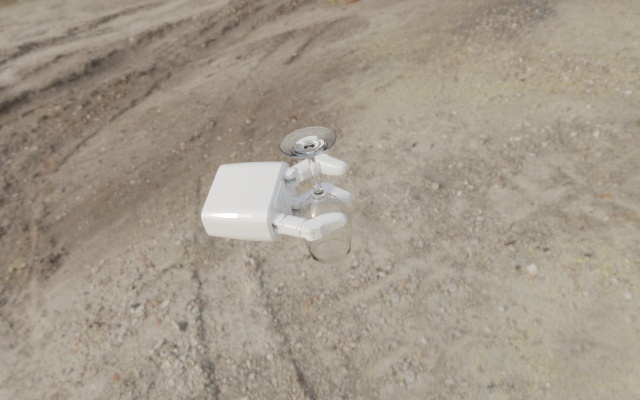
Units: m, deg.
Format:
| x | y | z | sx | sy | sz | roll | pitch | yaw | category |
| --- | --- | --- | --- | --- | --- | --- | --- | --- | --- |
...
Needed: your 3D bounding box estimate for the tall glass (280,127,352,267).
| x | y | z | sx | sy | sz | roll | pitch | yaw | category |
| --- | --- | --- | --- | --- | --- | --- | --- | --- | --- |
| 0.000 | 0.002 | 0.670 | 0.079 | 0.201 | 0.079 | -8 | 37 | 6 | tall glass |
